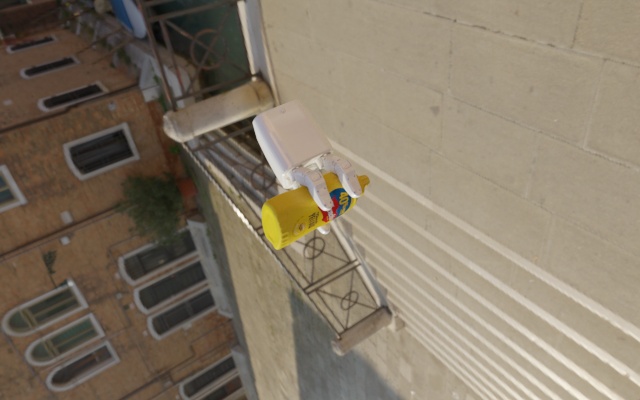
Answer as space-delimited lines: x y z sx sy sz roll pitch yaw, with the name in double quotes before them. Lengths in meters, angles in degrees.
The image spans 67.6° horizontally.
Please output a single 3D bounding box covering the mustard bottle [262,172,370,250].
"mustard bottle" 0.000 0.003 0.767 0.191 0.096 0.058 -27 55 -25
